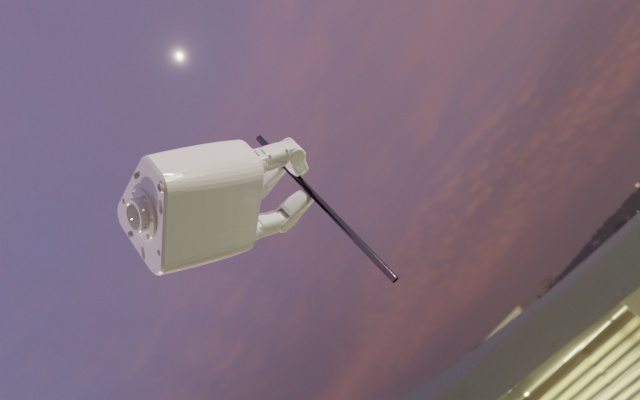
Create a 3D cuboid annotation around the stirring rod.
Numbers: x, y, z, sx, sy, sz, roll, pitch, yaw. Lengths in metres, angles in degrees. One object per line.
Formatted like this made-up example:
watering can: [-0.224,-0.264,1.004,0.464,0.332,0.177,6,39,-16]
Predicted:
stirring rod: [0.000,0.002,0.529,0.239,0.011,0.011,46,24,26]
